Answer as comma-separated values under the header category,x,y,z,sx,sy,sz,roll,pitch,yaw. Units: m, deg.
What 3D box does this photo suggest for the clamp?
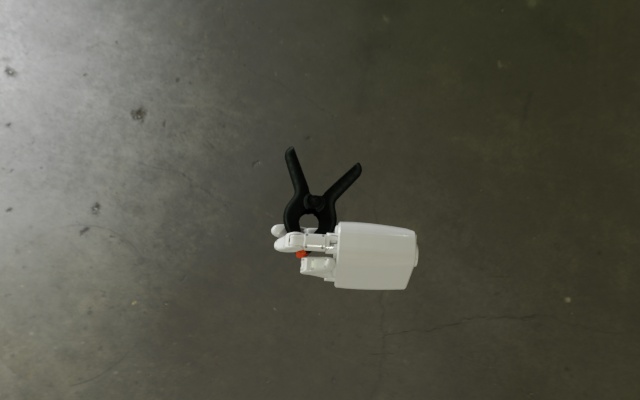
category,x,y,z,sx,sy,sz,roll,pitch,yaw
clamp,0.000,0.002,0.715,0.120,0.171,0.039,3,-17,2
